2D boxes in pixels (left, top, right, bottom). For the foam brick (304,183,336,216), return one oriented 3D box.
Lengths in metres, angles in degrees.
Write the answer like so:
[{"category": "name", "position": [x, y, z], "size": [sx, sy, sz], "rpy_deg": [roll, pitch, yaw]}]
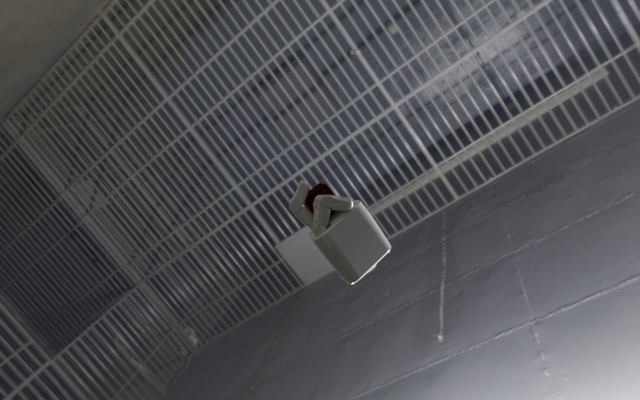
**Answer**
[{"category": "foam brick", "position": [0.000, 0.003, 0.898], "size": [0.053, 0.051, 0.078], "rpy_deg": [-38, 9, -3]}]
